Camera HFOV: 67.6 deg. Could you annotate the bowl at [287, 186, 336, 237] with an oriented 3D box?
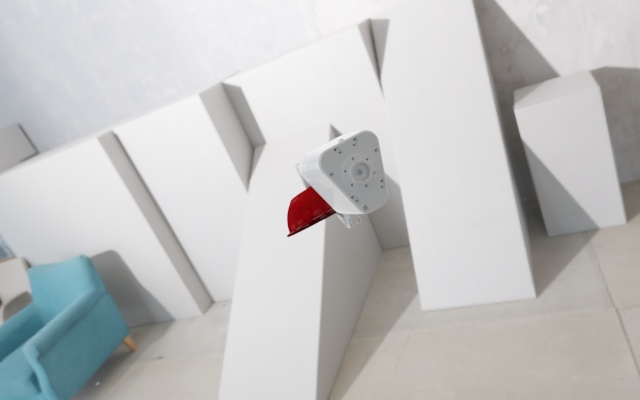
[{"bbox_3d":[-0.001,0.003,0.836,0.162,0.055,0.162,-29,-5,-3],"label":"bowl"}]
